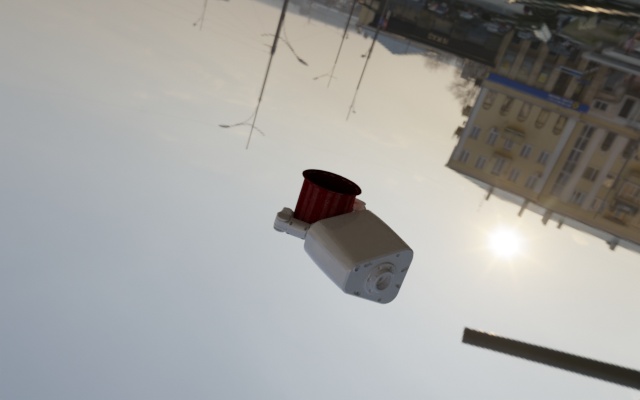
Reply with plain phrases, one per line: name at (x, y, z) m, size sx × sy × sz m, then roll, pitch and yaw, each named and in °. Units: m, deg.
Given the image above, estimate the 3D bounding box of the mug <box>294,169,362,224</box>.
mug at (-0.001, 0.002, 0.729) m, size 0.093 × 0.081 × 0.117 m, roll 5°, pitch 23°, yaw -32°
